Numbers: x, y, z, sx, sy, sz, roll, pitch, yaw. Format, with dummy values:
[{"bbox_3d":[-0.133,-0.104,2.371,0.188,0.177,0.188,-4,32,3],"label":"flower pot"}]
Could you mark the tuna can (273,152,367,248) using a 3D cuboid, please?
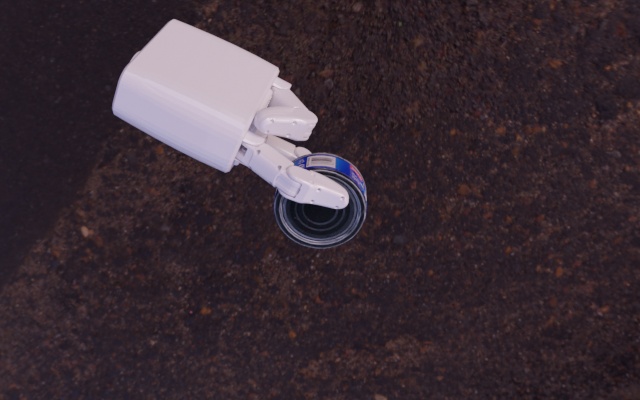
[{"bbox_3d":[0.000,0.002,0.440,0.086,0.086,0.033,0,30,3],"label":"tuna can"}]
